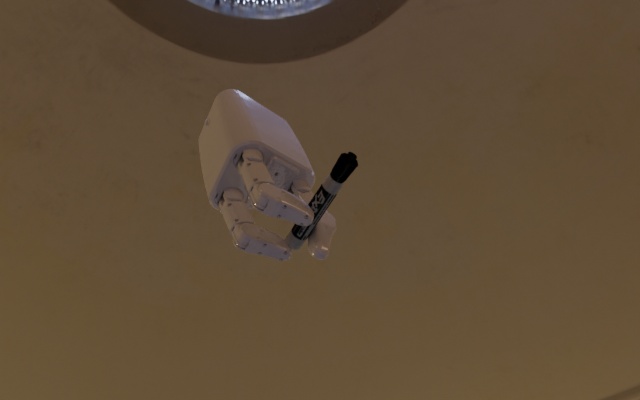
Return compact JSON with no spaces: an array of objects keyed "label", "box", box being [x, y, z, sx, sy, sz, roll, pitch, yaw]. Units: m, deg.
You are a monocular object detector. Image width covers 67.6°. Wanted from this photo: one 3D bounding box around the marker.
[{"label":"marker","box":[0.000,0.002,0.460,0.020,0.121,0.020,23,33,-16]}]
